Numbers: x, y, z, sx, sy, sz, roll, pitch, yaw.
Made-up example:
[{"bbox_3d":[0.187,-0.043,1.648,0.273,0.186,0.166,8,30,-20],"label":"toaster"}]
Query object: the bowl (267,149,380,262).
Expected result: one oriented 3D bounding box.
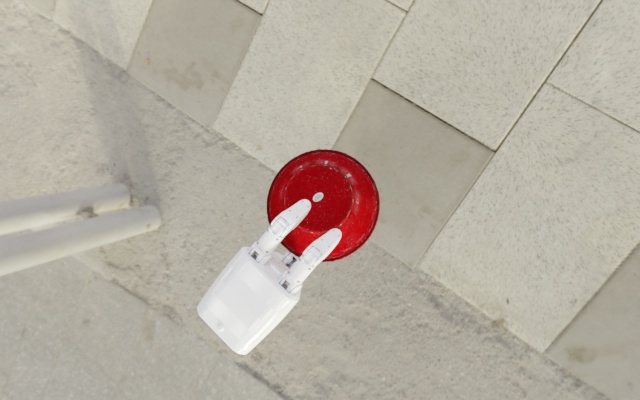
[{"bbox_3d":[0.001,0.001,0.650,0.162,0.162,0.055,0,-9,6],"label":"bowl"}]
